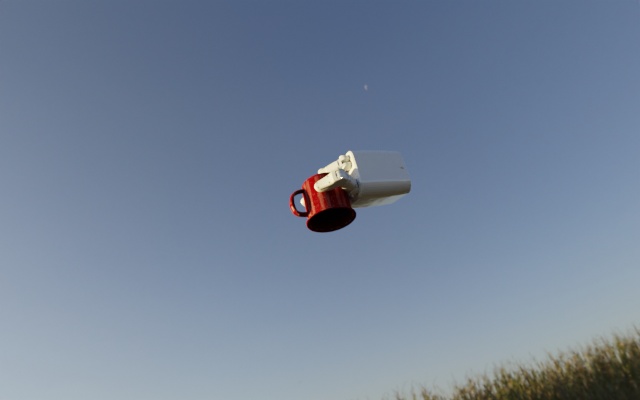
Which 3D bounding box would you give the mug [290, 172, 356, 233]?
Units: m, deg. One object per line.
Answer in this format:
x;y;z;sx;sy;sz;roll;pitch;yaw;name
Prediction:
-0.001;0.003;0.876;0.117;0.081;0.093;-4;-31;-16;mug
